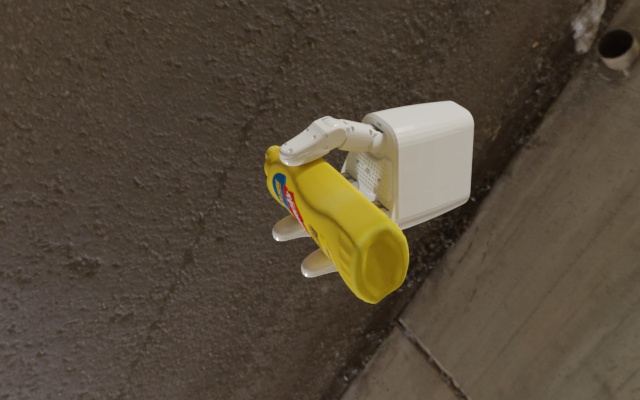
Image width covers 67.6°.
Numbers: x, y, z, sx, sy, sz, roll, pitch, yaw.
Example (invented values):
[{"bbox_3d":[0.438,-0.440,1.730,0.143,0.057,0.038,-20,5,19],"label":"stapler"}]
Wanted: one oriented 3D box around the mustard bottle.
[{"bbox_3d":[0.000,0.002,0.439,0.058,0.096,0.191,-34,48,-10],"label":"mustard bottle"}]
